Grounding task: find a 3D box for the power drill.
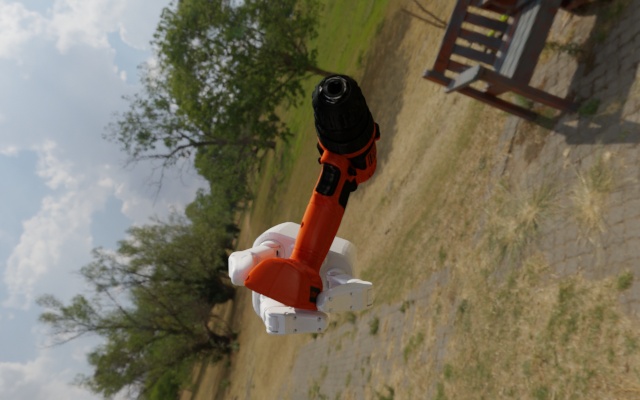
[{"bbox_3d":[0.000,0.002,0.428,0.057,0.187,0.184,21,-10,16],"label":"power drill"}]
